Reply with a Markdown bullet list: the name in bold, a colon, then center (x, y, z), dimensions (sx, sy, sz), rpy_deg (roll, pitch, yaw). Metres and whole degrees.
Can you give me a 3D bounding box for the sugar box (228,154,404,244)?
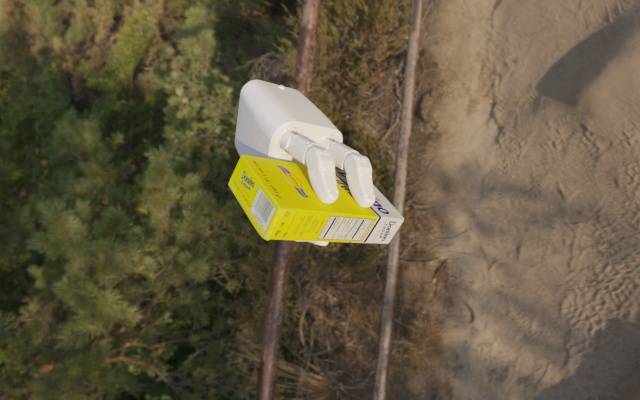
- **sugar box**: center (0.000, 0.001, 0.516), dimensions (0.176, 0.048, 0.093), rpy_deg (3, 36, -40)
